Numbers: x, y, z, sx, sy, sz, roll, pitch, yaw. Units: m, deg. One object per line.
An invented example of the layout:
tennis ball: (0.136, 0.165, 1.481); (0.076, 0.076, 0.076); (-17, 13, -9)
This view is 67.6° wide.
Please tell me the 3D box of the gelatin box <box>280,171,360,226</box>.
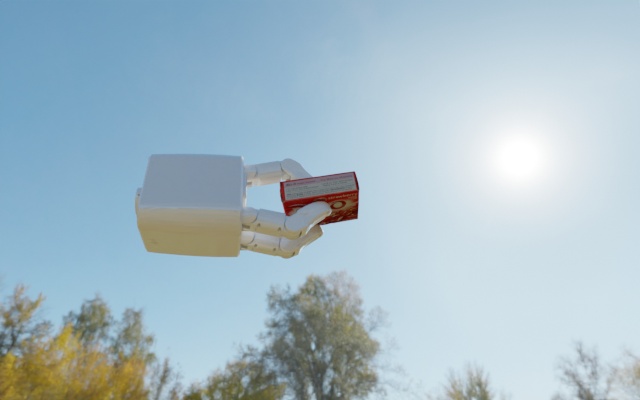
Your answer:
gelatin box: (0.000, 0.001, 0.563); (0.089, 0.030, 0.073); (-9, -29, -2)
